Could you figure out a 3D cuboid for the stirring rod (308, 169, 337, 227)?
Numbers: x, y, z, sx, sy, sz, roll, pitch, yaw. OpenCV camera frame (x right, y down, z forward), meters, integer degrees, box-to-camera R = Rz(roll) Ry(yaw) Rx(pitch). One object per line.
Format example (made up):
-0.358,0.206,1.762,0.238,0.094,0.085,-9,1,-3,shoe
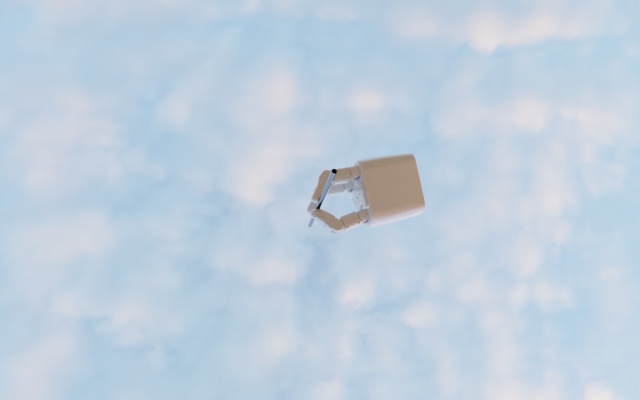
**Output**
0.000,0.003,0.781,0.011,0.011,0.240,0,-21,-10,stirring rod
